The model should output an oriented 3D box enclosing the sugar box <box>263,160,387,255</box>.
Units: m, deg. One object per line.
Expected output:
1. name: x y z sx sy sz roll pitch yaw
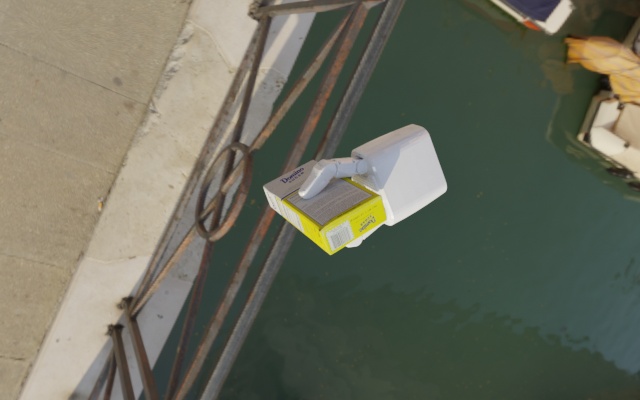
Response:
1. sugar box: 0.000 0.003 0.655 0.093 0.048 0.176 -29 29 -18
